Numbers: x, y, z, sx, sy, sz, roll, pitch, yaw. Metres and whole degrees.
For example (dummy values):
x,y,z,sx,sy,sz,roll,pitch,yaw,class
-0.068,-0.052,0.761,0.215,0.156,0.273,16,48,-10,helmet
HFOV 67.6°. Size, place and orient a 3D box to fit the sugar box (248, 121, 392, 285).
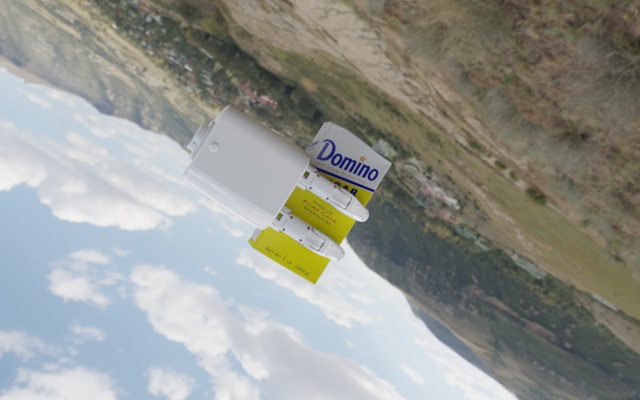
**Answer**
x,y,z,sx,sy,sz,roll,pitch,yaw,class
0.000,0.002,0.577,0.093,0.176,0.048,33,-1,-17,sugar box
